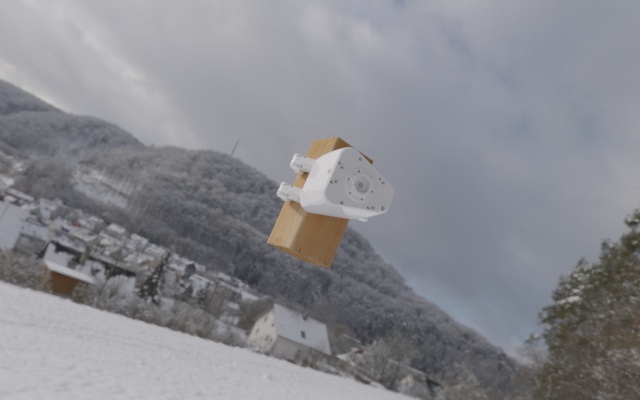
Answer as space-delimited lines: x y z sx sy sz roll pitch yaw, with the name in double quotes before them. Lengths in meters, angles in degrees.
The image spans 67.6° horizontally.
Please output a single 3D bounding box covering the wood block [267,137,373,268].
"wood block" 0.001 0.003 0.843 0.091 0.206 0.090 31 -14 -29
